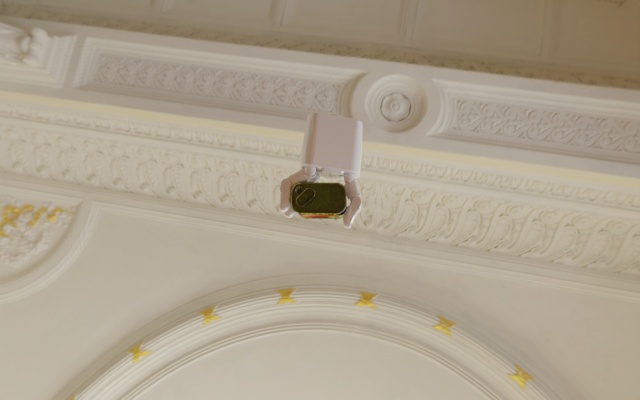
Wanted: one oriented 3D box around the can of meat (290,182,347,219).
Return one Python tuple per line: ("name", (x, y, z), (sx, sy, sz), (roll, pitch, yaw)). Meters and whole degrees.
("can of meat", (0.000, 0.003, 0.896), (0.102, 0.057, 0.084), (1, -11, 6))
